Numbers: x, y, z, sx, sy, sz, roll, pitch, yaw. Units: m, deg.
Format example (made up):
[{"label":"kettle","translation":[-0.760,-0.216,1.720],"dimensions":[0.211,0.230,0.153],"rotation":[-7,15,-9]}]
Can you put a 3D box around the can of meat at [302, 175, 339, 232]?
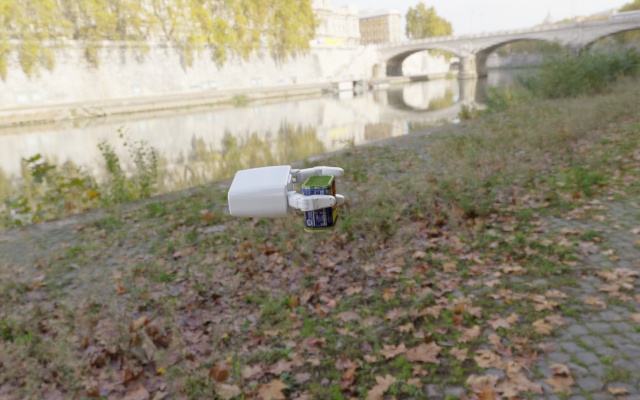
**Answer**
[{"label":"can of meat","translation":[0.000,0.003,0.877],"dimensions":[0.057,0.084,0.102],"rotation":[-3,14,9]}]
